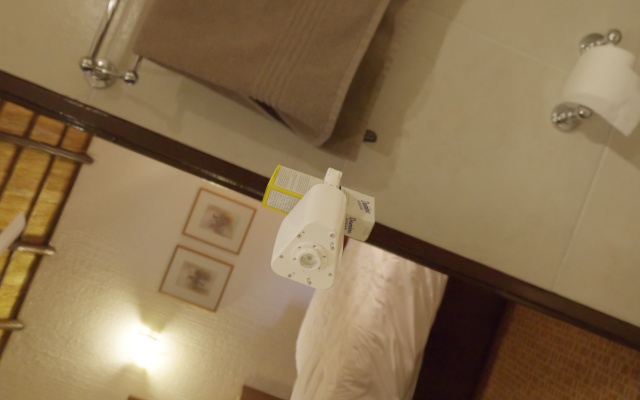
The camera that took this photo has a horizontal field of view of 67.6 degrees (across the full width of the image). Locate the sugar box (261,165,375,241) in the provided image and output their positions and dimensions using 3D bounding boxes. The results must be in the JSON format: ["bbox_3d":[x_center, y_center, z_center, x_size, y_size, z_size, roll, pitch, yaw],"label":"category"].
[{"bbox_3d":[0.000,0.003,0.778,0.176,0.048,0.093,22,27,-4],"label":"sugar box"}]
